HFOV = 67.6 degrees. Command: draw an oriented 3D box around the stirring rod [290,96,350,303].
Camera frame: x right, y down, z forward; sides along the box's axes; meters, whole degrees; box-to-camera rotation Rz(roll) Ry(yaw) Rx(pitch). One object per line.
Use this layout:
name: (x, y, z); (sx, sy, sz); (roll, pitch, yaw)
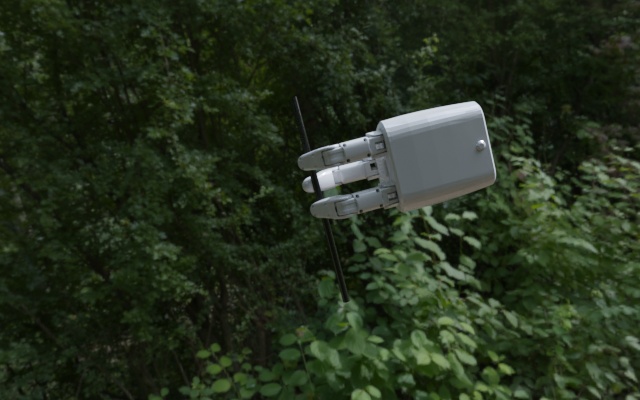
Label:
stirring rod: (0.000, 0.002, 0.542); (0.011, 0.239, 0.011); (-14, 7, 2)
